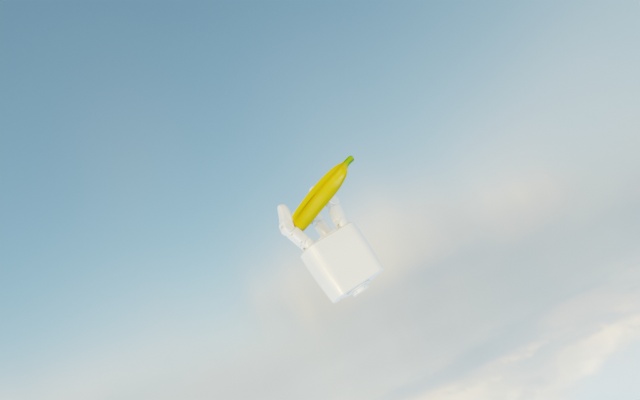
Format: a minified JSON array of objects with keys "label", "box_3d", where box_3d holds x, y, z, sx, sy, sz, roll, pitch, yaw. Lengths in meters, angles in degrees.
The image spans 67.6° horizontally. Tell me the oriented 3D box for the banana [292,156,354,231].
[{"label":"banana","box_3d":[-0.007,0.004,0.859,0.198,0.037,0.069,-50,-14,26]}]
